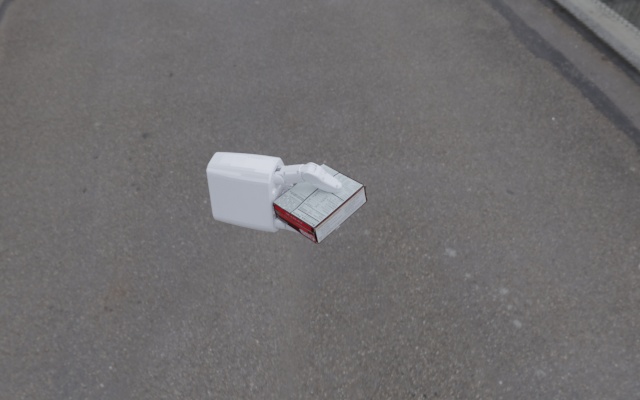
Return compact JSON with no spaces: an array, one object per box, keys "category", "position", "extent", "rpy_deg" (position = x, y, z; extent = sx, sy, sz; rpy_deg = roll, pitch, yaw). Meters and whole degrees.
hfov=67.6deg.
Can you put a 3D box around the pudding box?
[{"category":"pudding box","position":[0.000,0.002,0.707],"extent":[0.090,0.039,0.113],"rpy_deg":[31,59,34]}]
